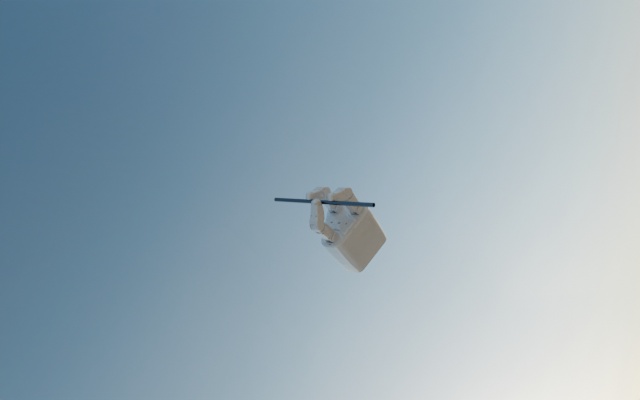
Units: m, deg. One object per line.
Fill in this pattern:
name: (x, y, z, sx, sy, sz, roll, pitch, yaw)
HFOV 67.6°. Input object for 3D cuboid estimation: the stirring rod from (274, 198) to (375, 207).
stirring rod: (0.000, 0.003, 0.900, 0.239, 0.011, 0.011, 3, 2, 40)
